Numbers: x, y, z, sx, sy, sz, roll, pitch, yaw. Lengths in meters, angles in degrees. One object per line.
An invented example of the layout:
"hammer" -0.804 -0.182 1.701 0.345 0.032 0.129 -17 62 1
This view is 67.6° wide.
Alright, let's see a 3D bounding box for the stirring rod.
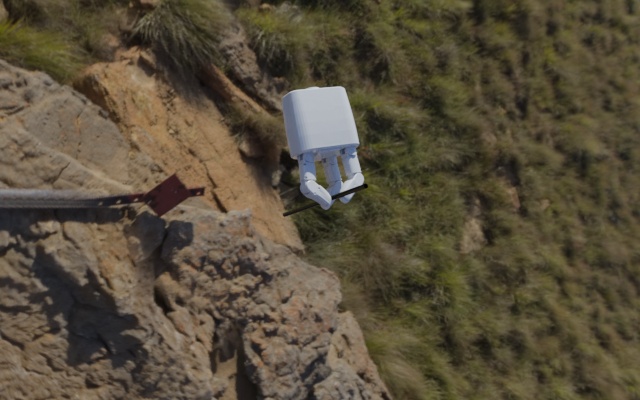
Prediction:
"stirring rod" 0.000 0.003 0.823 0.011 0.011 0.239 0 -12 -36
